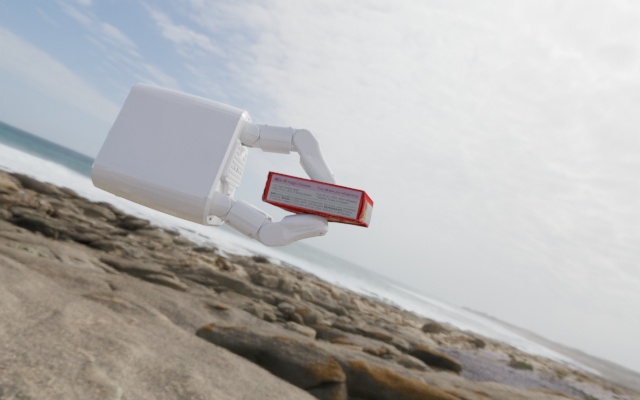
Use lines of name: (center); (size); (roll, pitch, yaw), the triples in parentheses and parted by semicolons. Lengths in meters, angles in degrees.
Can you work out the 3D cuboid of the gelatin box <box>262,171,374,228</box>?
gelatin box: (0.000, 0.001, 0.437); (0.089, 0.030, 0.073); (11, -5, 13)
